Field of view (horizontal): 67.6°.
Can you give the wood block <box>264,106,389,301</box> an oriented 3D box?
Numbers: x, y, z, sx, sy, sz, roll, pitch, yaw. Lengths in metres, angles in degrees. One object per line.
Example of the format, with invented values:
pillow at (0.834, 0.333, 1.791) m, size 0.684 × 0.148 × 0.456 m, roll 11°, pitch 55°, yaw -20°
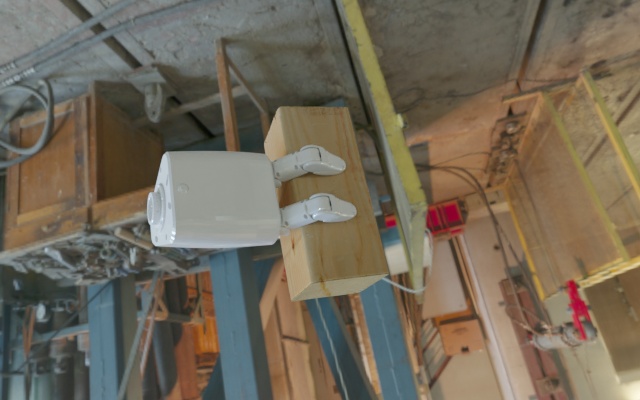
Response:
wood block at (0.000, 0.002, 0.558) m, size 0.090 × 0.206 × 0.091 m, roll -4°, pitch -22°, yaw -20°
